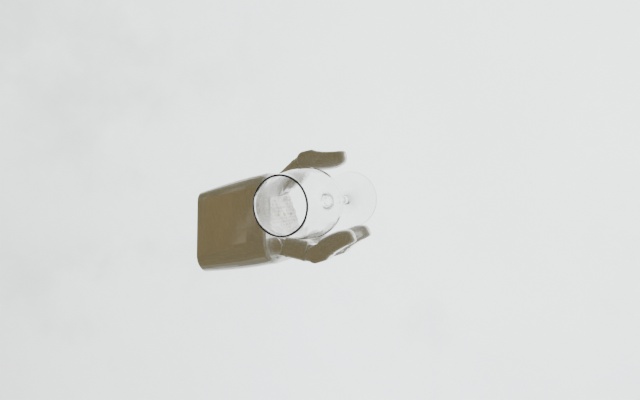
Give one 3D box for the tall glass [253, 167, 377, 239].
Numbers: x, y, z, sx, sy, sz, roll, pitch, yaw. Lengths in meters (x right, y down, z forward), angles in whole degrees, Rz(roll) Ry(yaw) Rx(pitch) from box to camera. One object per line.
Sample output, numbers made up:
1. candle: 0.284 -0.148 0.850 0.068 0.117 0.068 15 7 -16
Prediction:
1. tall glass: 0.000 0.002 0.552 0.079 0.079 0.201 0 2 24
